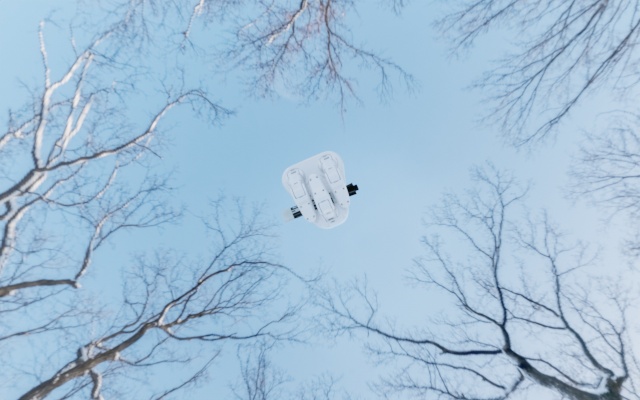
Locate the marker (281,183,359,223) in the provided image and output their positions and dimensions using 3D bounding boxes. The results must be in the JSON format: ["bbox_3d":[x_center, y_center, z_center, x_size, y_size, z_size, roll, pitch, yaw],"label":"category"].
[{"bbox_3d":[0.000,0.002,0.717,0.121,0.020,0.020,-22,-1,2],"label":"marker"}]
